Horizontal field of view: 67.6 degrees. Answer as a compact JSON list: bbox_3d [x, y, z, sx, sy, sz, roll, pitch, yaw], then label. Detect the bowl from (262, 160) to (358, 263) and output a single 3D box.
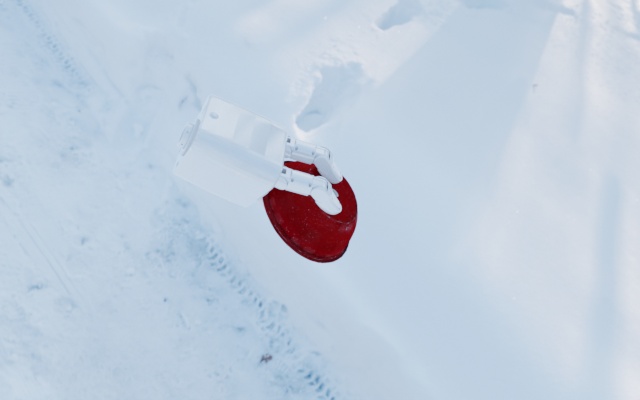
[{"bbox_3d":[0.001,0.002,0.659,0.162,0.162,0.055,0,-27,-48],"label":"bowl"}]
